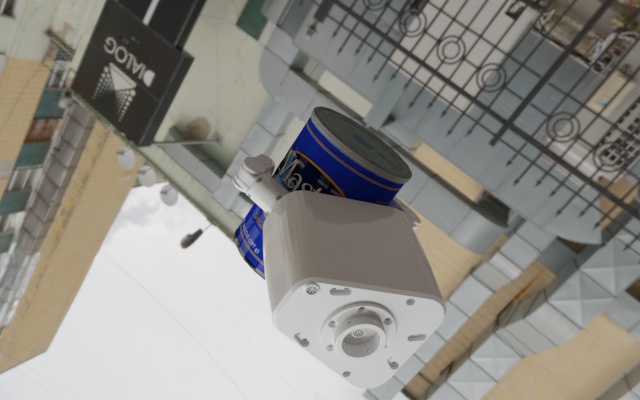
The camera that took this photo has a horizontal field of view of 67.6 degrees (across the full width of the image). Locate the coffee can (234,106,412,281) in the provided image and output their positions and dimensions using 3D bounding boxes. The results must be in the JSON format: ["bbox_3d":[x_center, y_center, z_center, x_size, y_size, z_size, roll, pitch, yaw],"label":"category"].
[{"bbox_3d":[0.000,0.001,0.436,0.103,0.140,0.102,30,21,-13],"label":"coffee can"}]
